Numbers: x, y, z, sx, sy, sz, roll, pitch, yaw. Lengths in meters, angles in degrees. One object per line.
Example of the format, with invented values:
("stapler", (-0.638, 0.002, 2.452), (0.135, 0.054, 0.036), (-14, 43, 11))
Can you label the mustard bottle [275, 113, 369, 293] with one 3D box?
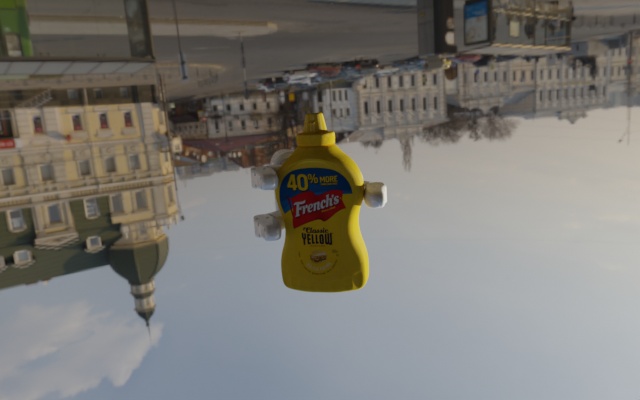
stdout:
("mustard bottle", (0.000, 0.002, 0.520), (0.096, 0.192, 0.058), (-1, 12, 15))
